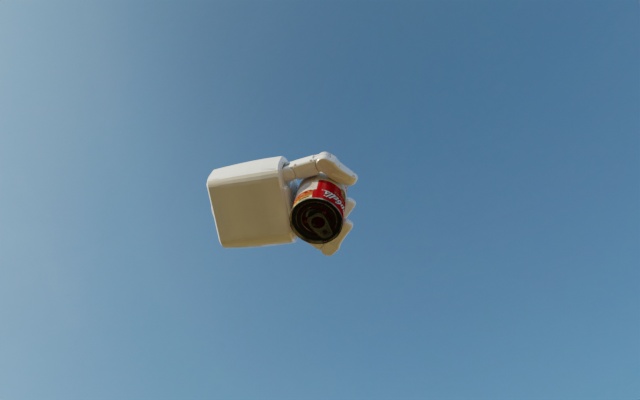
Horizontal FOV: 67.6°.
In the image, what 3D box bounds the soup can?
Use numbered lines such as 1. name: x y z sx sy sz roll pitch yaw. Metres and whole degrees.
1. soup can: 0.001 0.002 0.637 0.068 0.068 0.102 0 29 8
